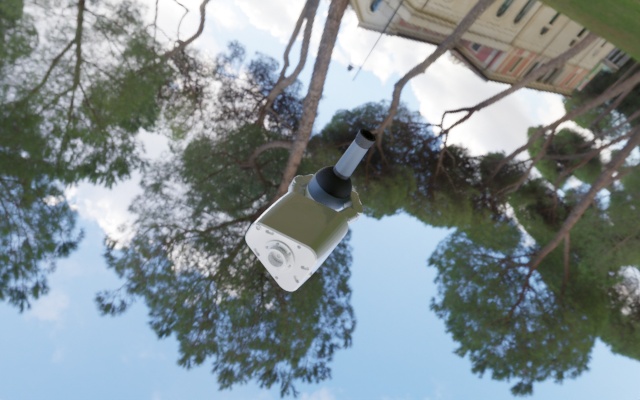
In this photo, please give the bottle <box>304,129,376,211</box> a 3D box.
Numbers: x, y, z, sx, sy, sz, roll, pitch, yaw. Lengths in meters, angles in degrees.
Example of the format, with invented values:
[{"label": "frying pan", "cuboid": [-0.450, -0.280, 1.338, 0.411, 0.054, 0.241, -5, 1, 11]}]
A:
[{"label": "bottle", "cuboid": [0.000, 0.003, 0.783, 0.069, 0.069, 0.296, 0, -42, -40]}]
